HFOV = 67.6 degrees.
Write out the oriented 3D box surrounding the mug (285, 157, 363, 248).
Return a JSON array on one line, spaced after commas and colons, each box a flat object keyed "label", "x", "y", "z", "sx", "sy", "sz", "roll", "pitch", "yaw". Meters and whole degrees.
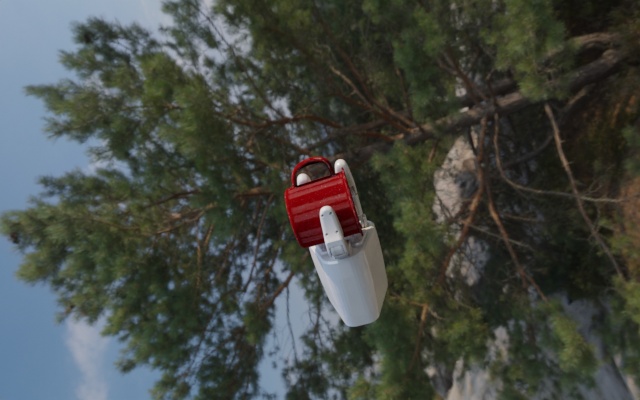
[{"label": "mug", "x": -0.001, "y": 0.001, "z": 0.612, "sx": 0.081, "sy": 0.117, "sz": 0.093, "roll": -17, "pitch": 18, "yaw": 4}]
